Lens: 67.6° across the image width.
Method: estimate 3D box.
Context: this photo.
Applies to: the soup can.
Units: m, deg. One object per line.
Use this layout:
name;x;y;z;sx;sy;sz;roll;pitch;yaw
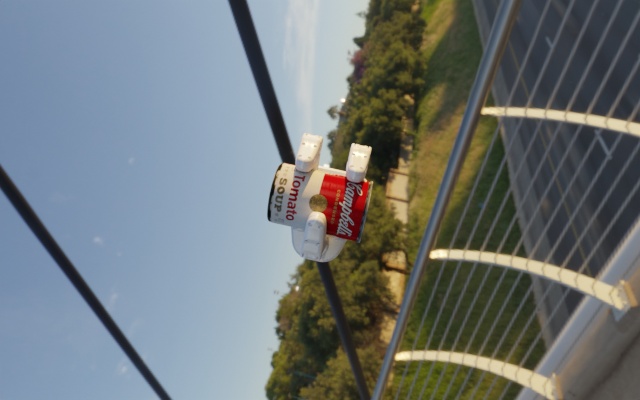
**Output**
soup can;0.000;0.002;0.516;0.102;0.068;0.068;12;1;4
